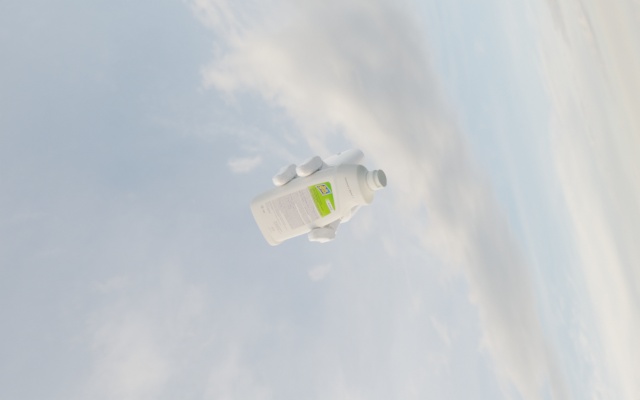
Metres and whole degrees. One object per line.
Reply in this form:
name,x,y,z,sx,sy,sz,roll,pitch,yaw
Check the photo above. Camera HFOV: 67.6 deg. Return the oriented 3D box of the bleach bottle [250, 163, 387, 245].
bleach bottle,0.000,0.003,0.805,0.251,0.102,0.068,-17,17,35
